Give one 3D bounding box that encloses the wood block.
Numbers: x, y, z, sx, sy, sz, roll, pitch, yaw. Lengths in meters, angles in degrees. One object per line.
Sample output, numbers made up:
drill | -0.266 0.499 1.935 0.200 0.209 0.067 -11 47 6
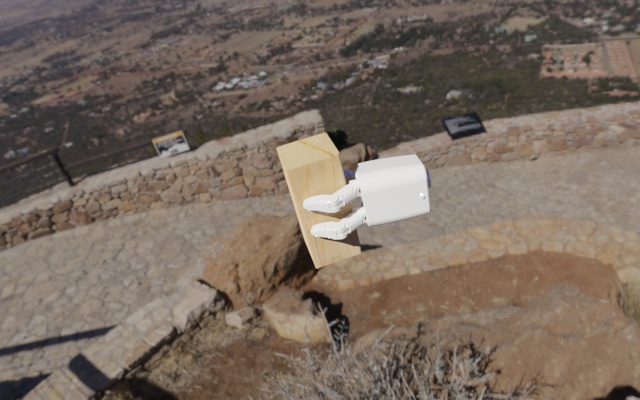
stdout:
wood block | 0.000 0.002 0.823 0.090 0.206 0.090 -18 33 -5
